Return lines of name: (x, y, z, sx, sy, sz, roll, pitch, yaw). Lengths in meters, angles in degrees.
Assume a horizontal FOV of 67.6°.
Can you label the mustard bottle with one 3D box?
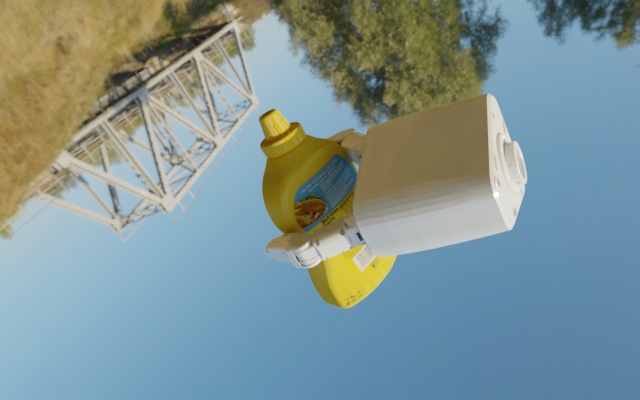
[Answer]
mustard bottle: (0.000, 0.002, 0.443, 0.096, 0.192, 0.058, -44, 27, -27)
